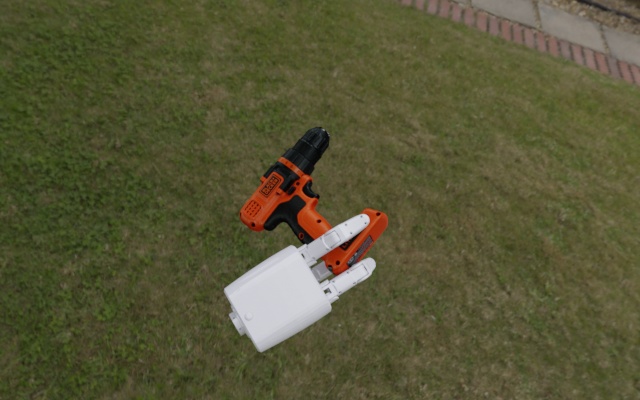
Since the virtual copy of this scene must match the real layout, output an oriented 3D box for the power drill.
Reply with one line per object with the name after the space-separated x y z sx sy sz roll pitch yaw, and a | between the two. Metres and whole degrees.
0.000 0.003 0.679 0.187 0.184 0.057 36 -5 25 | power drill
